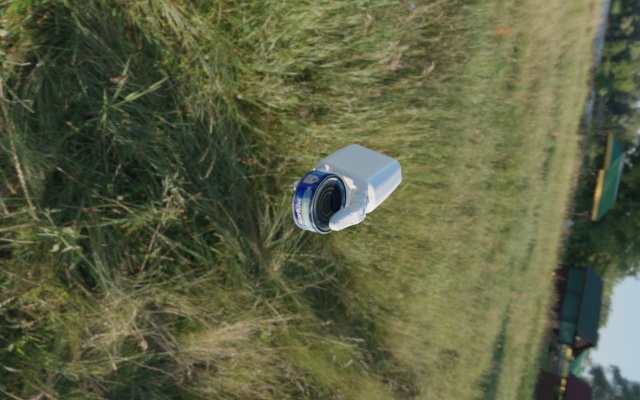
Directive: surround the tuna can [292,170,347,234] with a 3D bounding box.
[{"bbox_3d":[0.001,0.002,0.665,0.033,0.086,0.086,13,8,35],"label":"tuna can"}]
